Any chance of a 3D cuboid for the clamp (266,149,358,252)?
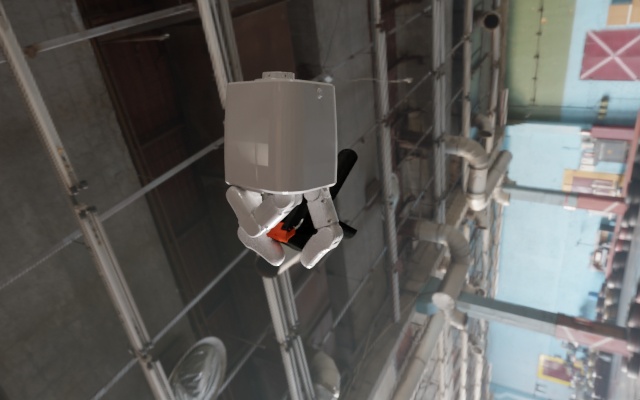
[{"bbox_3d":[-0.001,0.002,0.564,0.039,0.120,0.171,4,10,30],"label":"clamp"}]
